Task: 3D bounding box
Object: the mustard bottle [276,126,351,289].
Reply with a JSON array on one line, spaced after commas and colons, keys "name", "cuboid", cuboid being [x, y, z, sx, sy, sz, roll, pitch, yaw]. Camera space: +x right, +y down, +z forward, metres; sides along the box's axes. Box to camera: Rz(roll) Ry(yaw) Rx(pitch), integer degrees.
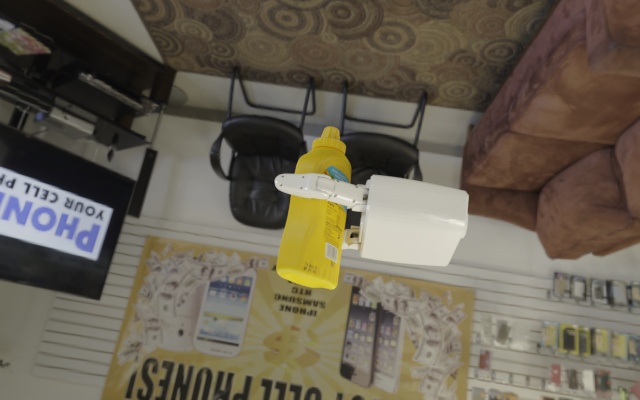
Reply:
[{"name": "mustard bottle", "cuboid": [0.000, 0.002, 0.562, 0.058, 0.191, 0.096, 0, -20, 28]}]
